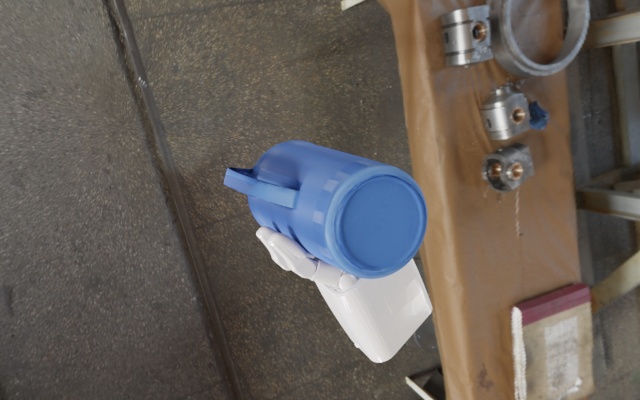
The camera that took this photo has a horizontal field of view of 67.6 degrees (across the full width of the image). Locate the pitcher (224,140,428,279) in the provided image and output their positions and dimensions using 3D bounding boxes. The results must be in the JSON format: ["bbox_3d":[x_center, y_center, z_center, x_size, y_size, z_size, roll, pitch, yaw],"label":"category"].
[{"bbox_3d":[0.000,0.002,0.536,0.149,0.145,0.243,-33,19,-15],"label":"pitcher"}]
